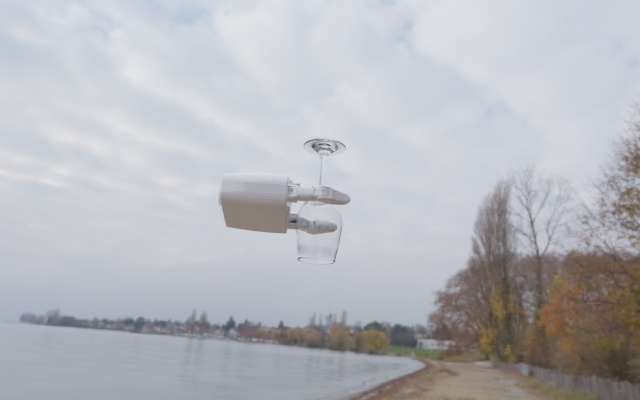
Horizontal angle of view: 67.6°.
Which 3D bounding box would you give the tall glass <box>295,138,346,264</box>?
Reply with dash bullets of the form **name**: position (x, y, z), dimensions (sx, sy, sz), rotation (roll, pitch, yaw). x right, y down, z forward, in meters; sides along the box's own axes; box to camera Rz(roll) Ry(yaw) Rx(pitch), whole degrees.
- **tall glass**: position (0.000, 0.002, 0.798), dimensions (0.079, 0.201, 0.079), rotation (4, -16, 1)
